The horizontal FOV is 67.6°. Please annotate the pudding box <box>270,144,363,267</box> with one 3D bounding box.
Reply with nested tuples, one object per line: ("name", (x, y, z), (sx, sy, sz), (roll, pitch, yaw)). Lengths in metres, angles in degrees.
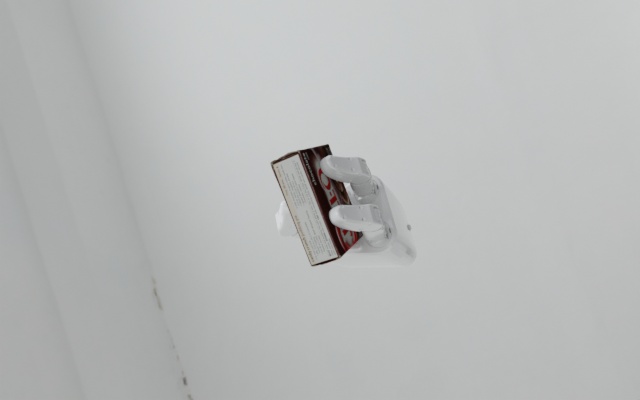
("pudding box", (0.000, 0.002, 0.494), (0.039, 0.113, 0.090), (-23, 2, 21))
